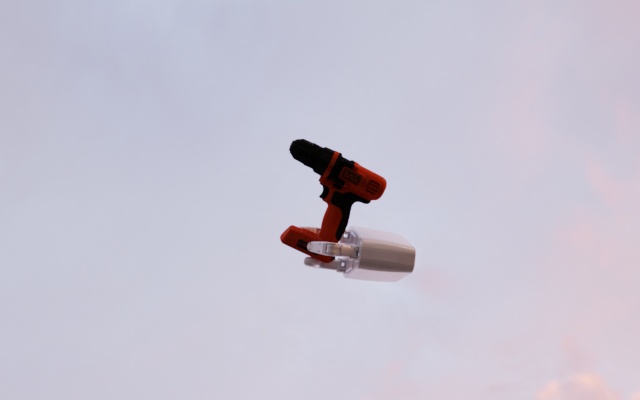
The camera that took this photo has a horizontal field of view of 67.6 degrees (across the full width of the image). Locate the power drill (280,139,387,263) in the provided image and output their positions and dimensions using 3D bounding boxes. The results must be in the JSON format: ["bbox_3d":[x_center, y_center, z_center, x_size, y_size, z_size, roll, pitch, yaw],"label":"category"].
[{"bbox_3d":[0.000,0.003,0.849,0.184,0.188,0.057,26,12,-2],"label":"power drill"}]
